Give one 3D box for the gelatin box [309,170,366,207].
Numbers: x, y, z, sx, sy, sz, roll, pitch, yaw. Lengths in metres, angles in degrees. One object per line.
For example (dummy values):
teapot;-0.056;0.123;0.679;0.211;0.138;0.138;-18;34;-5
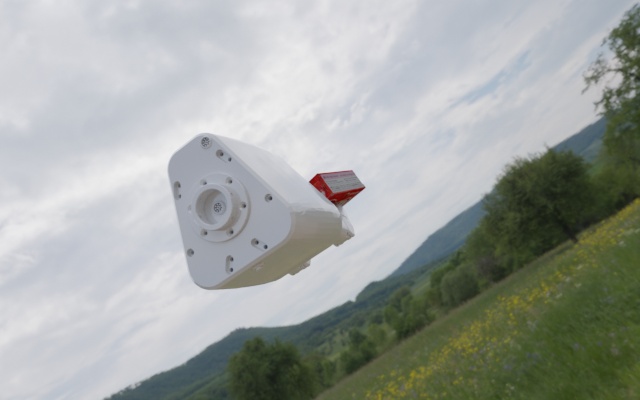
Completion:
gelatin box;0.000;0.001;0.517;0.073;0.030;0.089;-41;-13;25
